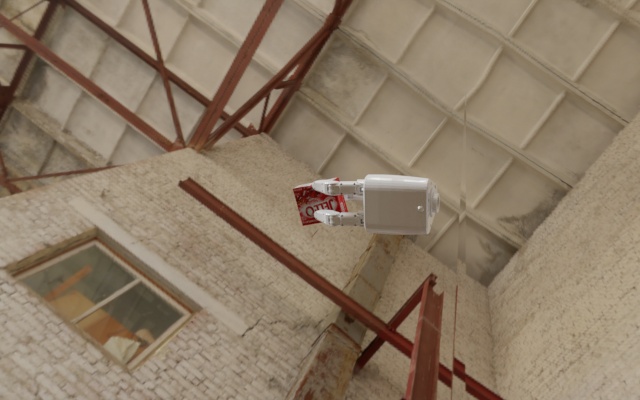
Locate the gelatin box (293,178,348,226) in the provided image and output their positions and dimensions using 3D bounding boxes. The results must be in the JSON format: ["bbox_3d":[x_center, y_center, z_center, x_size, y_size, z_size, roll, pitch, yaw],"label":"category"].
[{"bbox_3d":[0.000,0.003,0.870,0.089,0.073,0.030,-10,9,29],"label":"gelatin box"}]
